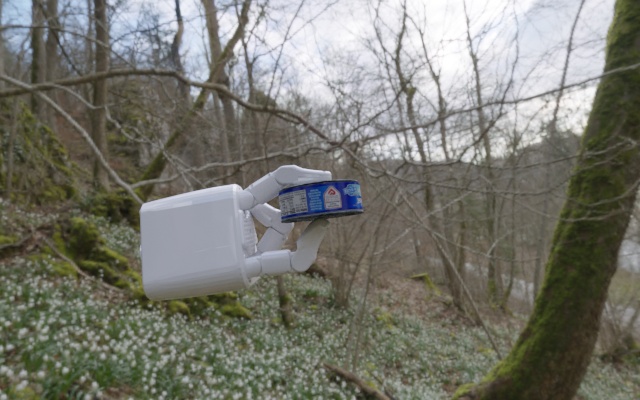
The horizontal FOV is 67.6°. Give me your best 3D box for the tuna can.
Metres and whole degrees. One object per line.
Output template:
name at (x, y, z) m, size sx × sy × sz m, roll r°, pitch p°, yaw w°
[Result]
tuna can at (0.000, 0.001, 0.492) m, size 0.086 × 0.033 × 0.086 m, roll -7°, pitch -5°, yaw -1°
